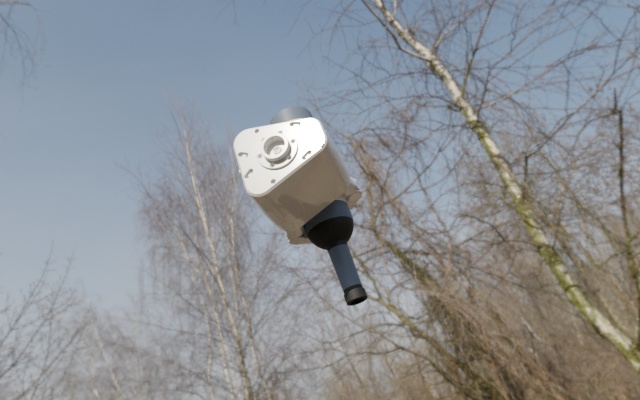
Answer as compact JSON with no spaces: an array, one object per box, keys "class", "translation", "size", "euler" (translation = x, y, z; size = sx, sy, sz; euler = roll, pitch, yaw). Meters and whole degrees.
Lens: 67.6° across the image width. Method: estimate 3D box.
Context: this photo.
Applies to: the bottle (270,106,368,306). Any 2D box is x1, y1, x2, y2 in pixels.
[{"class":"bottle","translation":[0.000,0.002,0.655],"size":[0.069,0.295,0.069],"euler":[-16,-28,-9]}]
